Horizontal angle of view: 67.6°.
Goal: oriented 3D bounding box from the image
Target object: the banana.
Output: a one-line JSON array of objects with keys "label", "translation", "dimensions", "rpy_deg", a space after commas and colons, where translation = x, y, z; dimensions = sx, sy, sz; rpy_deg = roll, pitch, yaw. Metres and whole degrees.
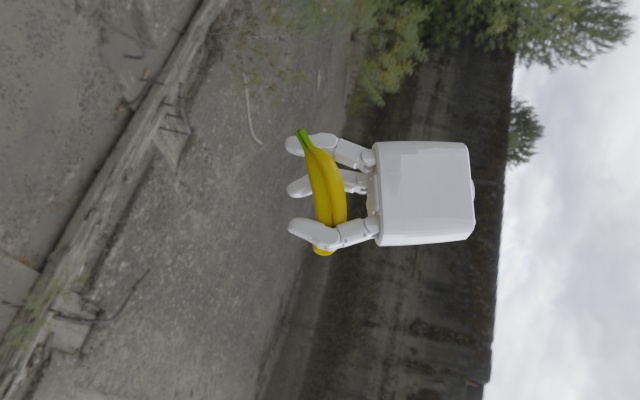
[{"label": "banana", "translation": [0.006, 0.011, 0.561], "dimensions": [0.037, 0.198, 0.069], "rpy_deg": [-16, 44, -12]}]
